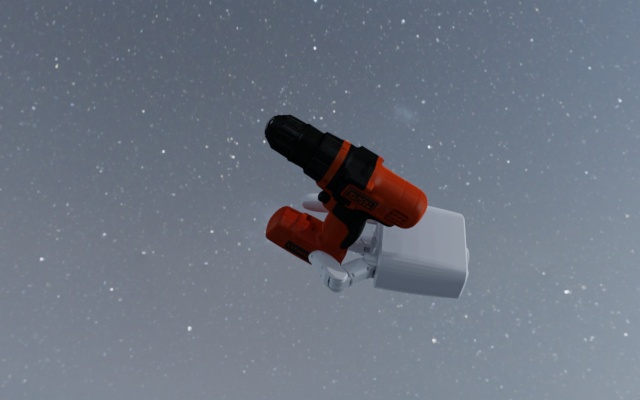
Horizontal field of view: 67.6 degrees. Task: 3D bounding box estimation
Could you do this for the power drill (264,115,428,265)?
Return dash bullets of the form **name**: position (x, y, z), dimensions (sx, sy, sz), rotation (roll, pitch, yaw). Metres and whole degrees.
- **power drill**: position (0.000, 0.002, 0.541), dimensions (0.184, 0.057, 0.188), rotation (32, -35, -5)
